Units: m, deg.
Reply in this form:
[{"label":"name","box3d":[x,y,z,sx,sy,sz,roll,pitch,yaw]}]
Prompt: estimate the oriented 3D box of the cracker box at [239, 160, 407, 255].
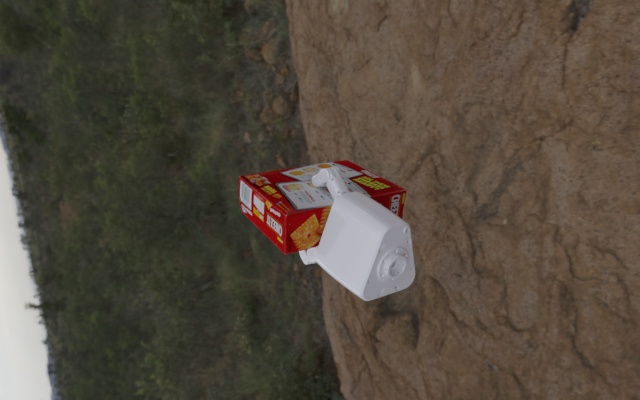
[{"label":"cracker box","box3d":[0.000,0.002,0.759,0.213,0.072,0.164,-11,27,-30]}]
